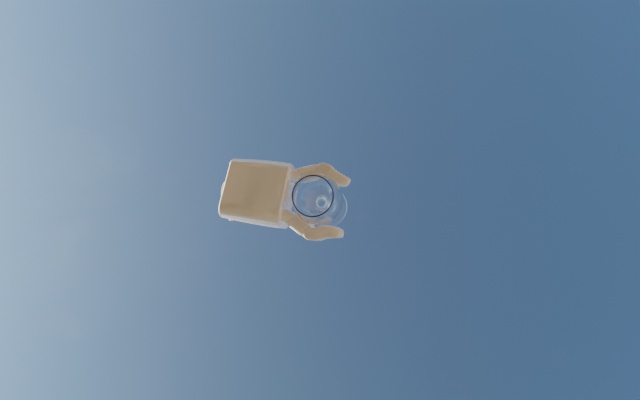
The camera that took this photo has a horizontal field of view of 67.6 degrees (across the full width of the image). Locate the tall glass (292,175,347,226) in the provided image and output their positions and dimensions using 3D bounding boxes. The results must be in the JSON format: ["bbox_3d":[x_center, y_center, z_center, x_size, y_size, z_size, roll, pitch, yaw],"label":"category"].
[{"bbox_3d":[0.000,0.003,0.785,0.079,0.079,0.201,0,-5,7],"label":"tall glass"}]
